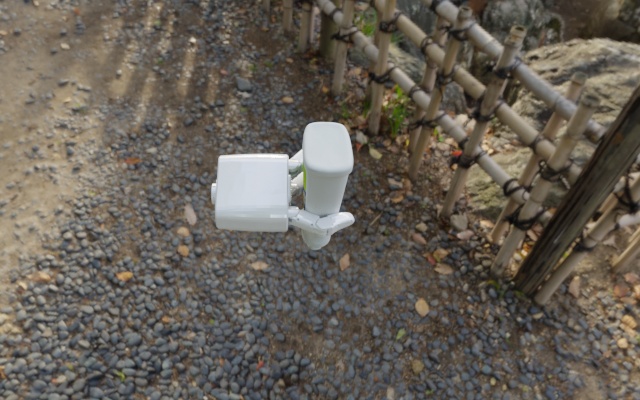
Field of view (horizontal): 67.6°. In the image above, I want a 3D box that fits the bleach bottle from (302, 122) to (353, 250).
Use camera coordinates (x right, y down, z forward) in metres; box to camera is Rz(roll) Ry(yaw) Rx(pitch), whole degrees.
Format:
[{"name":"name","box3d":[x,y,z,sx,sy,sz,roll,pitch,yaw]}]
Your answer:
[{"name":"bleach bottle","box3d":[0.000,0.002,0.745,0.068,0.102,0.251,1,-40,-5]}]
